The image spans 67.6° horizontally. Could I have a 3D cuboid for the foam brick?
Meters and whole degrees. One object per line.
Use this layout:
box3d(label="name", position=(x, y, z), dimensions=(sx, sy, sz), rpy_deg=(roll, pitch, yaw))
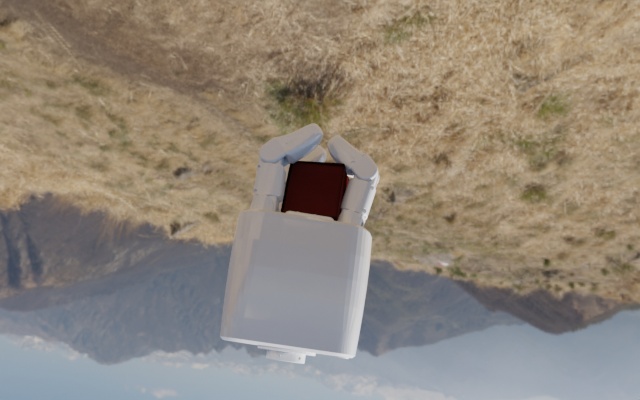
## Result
box3d(label="foam brick", position=(0.000, 0.002, 0.453), dimensions=(0.053, 0.051, 0.078), rpy_deg=(4, -18, 14))
